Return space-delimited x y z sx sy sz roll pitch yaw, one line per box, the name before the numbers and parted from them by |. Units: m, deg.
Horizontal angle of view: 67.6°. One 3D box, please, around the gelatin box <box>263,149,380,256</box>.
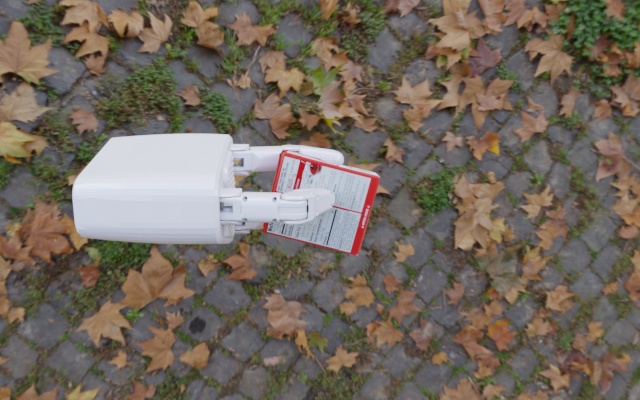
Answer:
gelatin box | 0.000 0.002 0.421 0.089 0.073 0.030 14 11 -2
